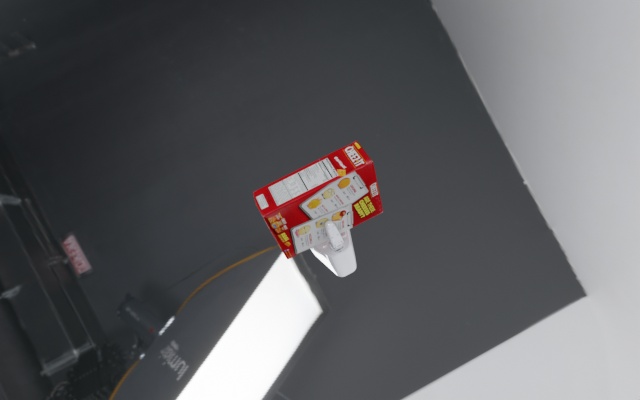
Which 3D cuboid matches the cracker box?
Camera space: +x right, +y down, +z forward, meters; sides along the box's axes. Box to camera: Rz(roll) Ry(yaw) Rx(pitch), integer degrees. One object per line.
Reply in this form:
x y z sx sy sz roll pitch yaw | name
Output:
0.000 0.003 0.892 0.213 0.072 0.164 -27 -36 -5 | cracker box
